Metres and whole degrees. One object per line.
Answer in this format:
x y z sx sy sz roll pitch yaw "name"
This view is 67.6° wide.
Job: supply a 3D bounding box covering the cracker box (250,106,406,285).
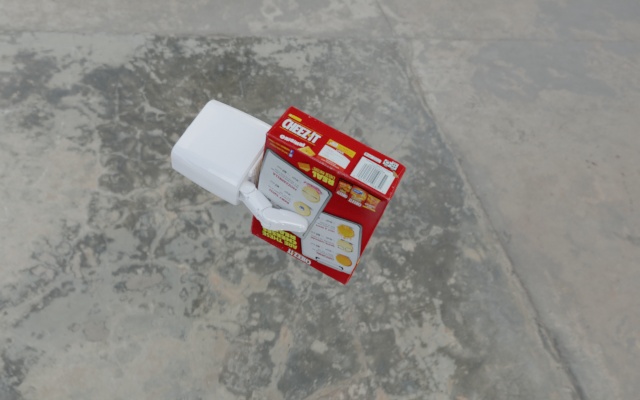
0.000 0.002 0.637 0.164 0.072 0.214 28 -37 8 "cracker box"
